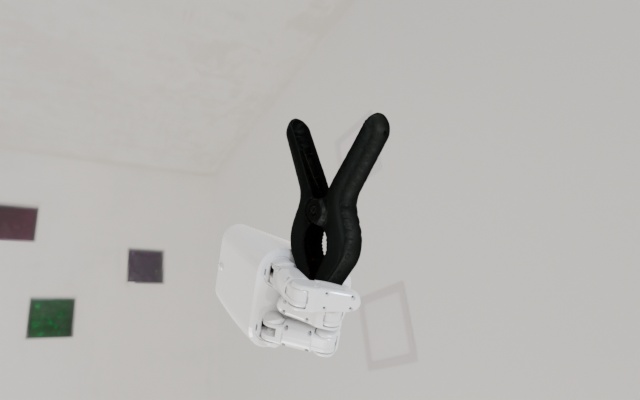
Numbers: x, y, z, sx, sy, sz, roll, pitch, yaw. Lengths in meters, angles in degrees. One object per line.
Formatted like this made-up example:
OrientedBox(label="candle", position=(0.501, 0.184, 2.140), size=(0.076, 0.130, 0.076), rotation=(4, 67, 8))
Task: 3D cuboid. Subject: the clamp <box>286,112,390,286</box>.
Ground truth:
OrientedBox(label="clamp", position=(0.001, 0.002, 0.432), size=(0.039, 0.171, 0.120), rotation=(7, 9, -36))
